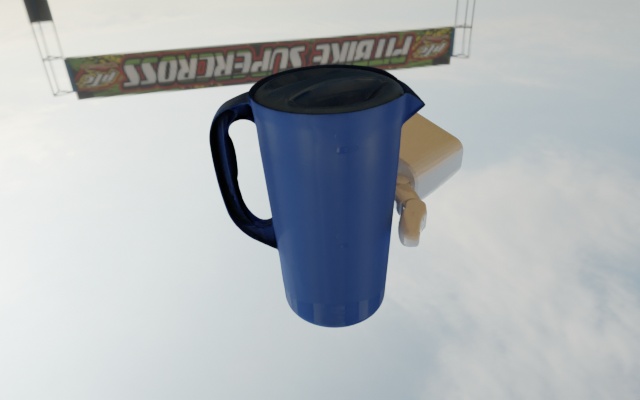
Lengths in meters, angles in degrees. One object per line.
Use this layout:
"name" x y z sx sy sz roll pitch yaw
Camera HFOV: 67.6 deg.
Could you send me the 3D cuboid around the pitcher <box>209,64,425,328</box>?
"pitcher" 0.000 0.001 0.461 0.149 0.243 0.145 23 39 36
